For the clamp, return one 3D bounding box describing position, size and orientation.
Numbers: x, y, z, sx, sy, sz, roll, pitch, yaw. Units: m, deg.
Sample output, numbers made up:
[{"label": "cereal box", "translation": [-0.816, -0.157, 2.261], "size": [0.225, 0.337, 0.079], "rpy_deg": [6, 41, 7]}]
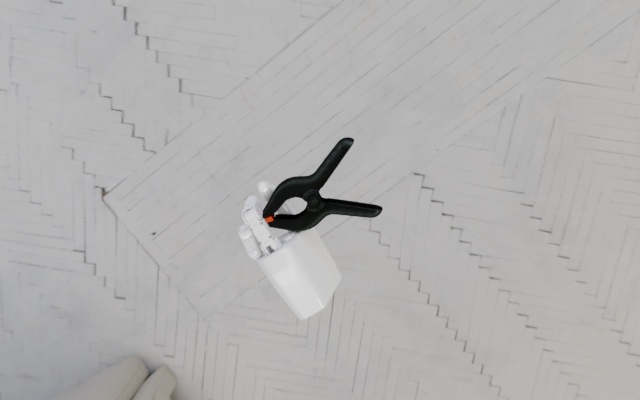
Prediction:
[{"label": "clamp", "translation": [0.000, 0.002, 0.672], "size": [0.171, 0.120, 0.039], "rpy_deg": [-31, 8, 10]}]
